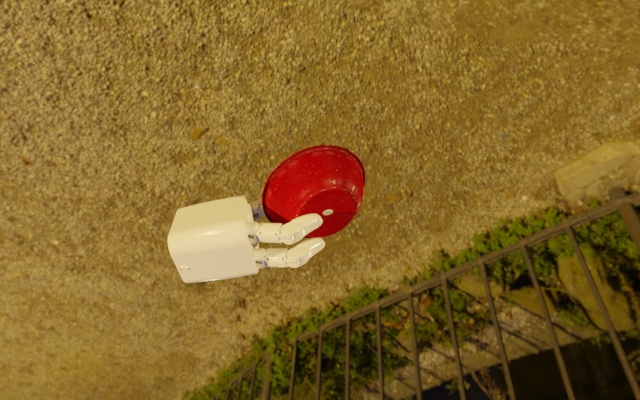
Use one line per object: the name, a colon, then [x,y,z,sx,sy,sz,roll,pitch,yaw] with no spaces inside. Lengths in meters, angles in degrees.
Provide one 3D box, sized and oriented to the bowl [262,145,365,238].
bowl: [0.001,0.002,0.683,0.162,0.162,0.055,0,38,-26]
